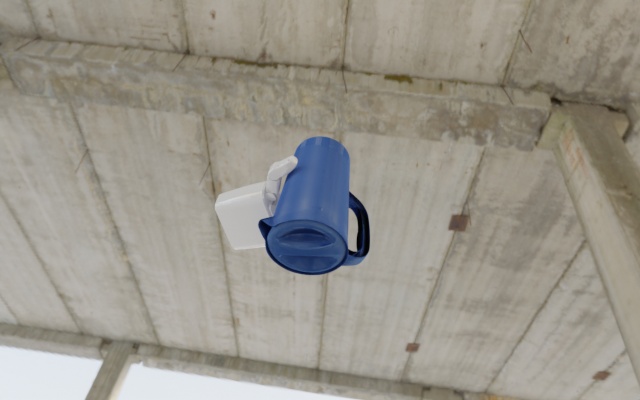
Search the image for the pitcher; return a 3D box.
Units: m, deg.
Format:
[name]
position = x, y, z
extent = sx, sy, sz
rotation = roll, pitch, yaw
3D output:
[pitcher]
position = 0.000, 0.003, 0.832
extent = 0.145, 0.149, 0.242
rotation = -13, 40, 21
